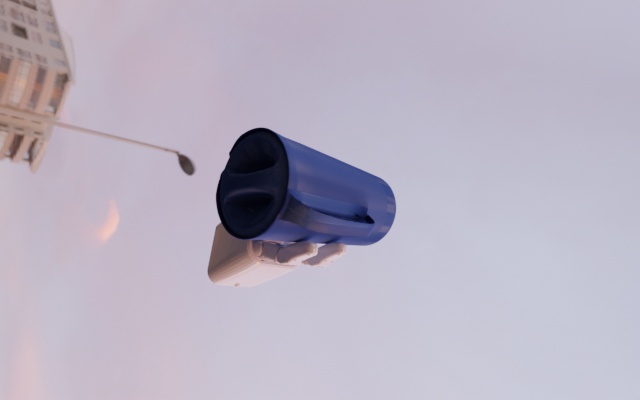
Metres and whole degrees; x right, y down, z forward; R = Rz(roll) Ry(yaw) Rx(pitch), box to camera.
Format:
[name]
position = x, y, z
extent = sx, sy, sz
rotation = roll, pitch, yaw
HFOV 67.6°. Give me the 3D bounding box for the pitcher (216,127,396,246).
[pitcher]
position = 0.000, 0.002, 0.633
extent = 0.145, 0.149, 0.243
rotation = -28, -27, 36
